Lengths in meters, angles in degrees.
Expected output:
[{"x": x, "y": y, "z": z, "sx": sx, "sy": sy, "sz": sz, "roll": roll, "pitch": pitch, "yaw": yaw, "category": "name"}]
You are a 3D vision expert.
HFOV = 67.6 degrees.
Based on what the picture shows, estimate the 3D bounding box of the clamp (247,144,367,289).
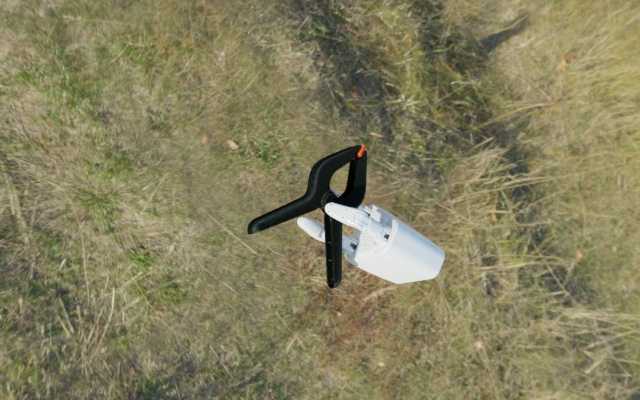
[{"x": 0.001, "y": 0.002, "z": 0.686, "sx": 0.164, "sy": 0.210, "sz": 0.036, "roll": 30, "pitch": -12, "yaw": -26, "category": "clamp"}]
